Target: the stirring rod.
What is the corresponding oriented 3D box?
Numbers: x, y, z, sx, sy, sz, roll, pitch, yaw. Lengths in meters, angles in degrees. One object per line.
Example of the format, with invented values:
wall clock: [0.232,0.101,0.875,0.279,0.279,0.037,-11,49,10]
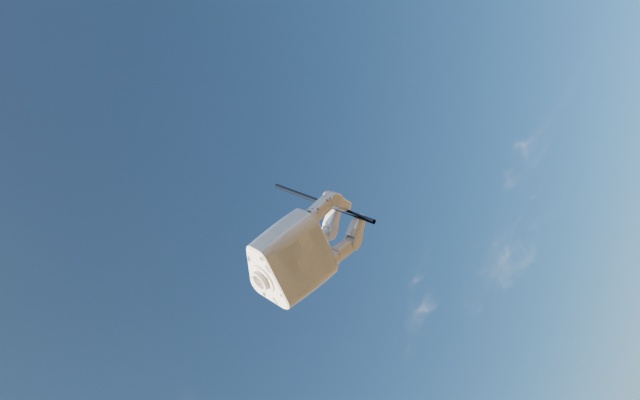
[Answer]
stirring rod: [0.000,0.003,0.827,0.239,0.011,0.011,20,14,42]
